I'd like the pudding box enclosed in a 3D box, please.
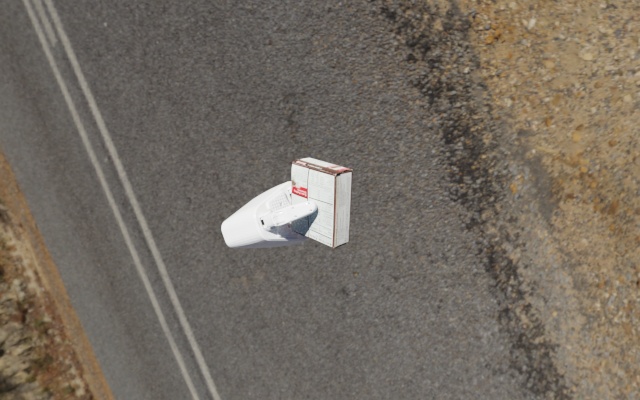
[{"bbox_3d":[0.000,0.002,0.685,0.090,0.113,0.039,19,28,40],"label":"pudding box"}]
